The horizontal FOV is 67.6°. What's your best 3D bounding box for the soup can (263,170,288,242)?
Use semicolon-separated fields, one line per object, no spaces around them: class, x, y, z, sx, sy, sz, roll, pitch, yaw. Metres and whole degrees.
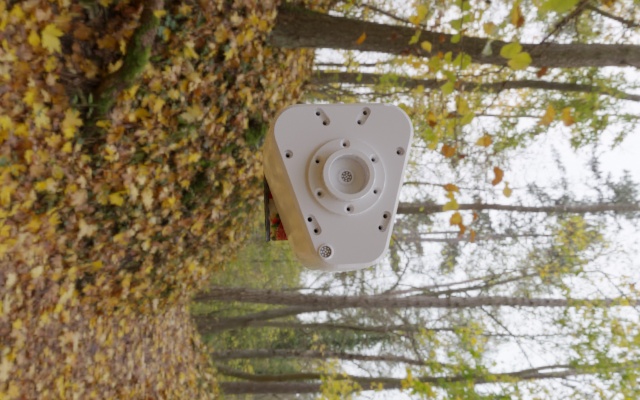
soup can;0.000;0.002;0.434;0.102;0.068;0.068;-2;0;-7
